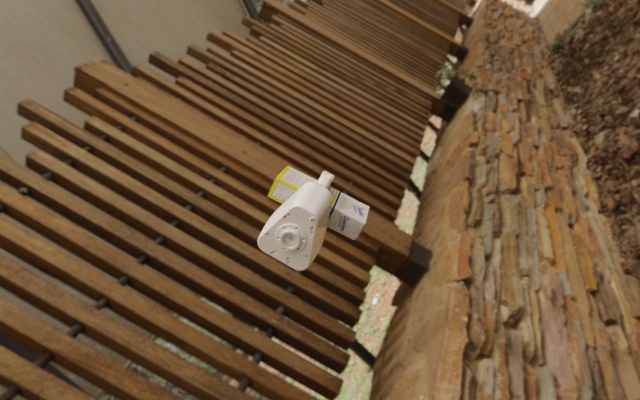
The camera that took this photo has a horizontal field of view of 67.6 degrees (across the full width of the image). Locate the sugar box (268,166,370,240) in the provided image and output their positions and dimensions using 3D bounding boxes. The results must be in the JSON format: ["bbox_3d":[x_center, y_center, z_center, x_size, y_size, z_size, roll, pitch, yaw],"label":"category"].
[{"bbox_3d":[0.000,0.003,0.870,0.176,0.048,0.093,29,22,0],"label":"sugar box"}]
